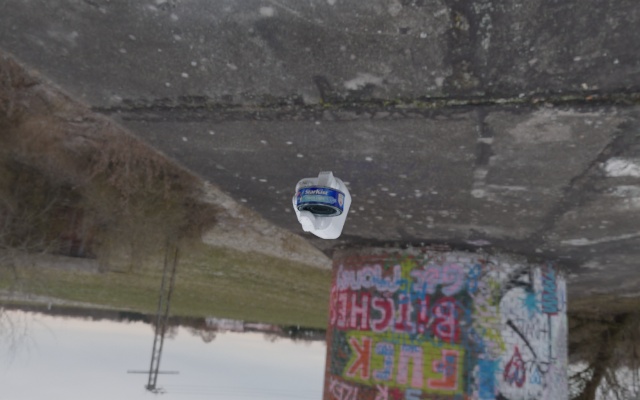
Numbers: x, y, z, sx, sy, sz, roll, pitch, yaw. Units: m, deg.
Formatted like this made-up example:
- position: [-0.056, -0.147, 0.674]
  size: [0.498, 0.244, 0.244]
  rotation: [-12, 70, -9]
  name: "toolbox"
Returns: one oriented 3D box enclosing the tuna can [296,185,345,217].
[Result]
- position: [0.000, 0.003, 0.849]
  size: [0.086, 0.033, 0.086]
  rotation: [5, -16, 2]
  name: "tuna can"
